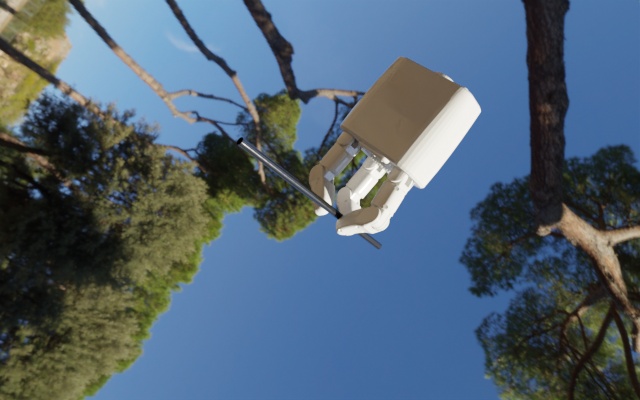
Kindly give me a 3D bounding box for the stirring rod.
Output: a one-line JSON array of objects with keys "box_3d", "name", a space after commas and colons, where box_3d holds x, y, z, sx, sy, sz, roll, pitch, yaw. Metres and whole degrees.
[{"box_3d": [0.000, 0.002, 0.502, 0.011, 0.011, 0.240, 0, -27, 42], "name": "stirring rod"}]
